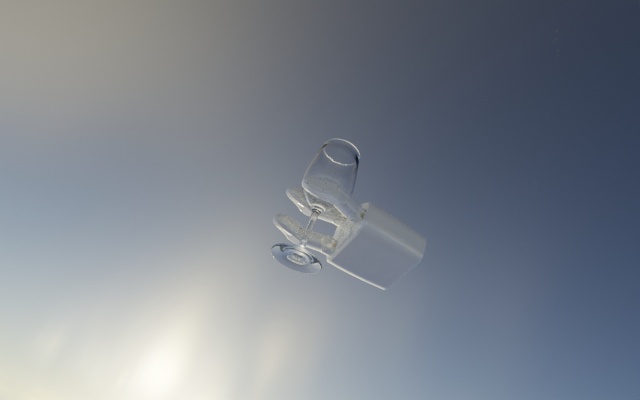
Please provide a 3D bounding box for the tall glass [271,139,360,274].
[{"bbox_3d":[0.000,0.003,0.698,0.079,0.201,0.079,16,-32,10],"label":"tall glass"}]
